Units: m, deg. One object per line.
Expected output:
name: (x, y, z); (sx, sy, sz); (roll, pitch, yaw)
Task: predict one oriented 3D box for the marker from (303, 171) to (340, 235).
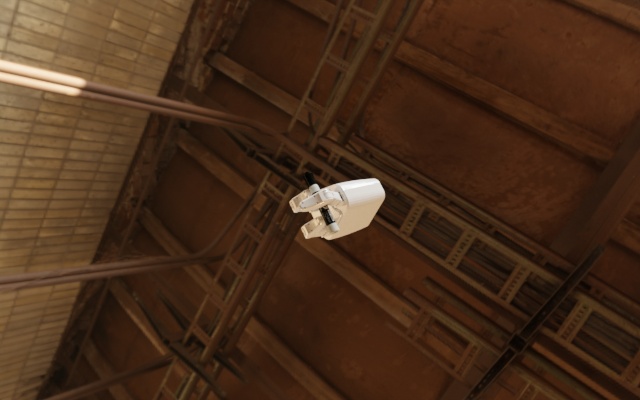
marker: (0.000, 0.003, 0.837); (0.020, 0.121, 0.020); (-23, -15, -7)
